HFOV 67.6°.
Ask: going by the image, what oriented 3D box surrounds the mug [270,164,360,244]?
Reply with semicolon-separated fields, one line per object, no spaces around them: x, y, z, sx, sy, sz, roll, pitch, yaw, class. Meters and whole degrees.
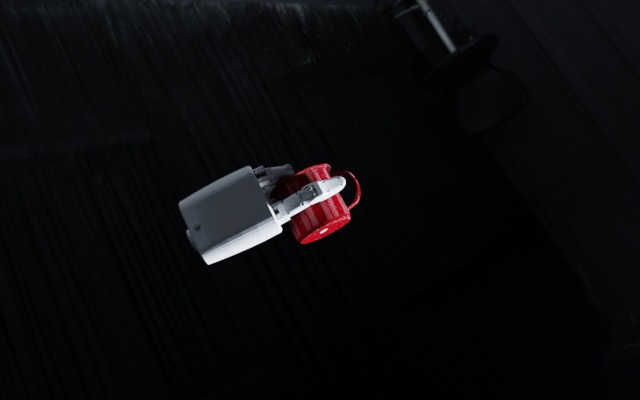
0.001;0.002;0.663;0.117;0.081;0.093;-26;-12;-4;mug
